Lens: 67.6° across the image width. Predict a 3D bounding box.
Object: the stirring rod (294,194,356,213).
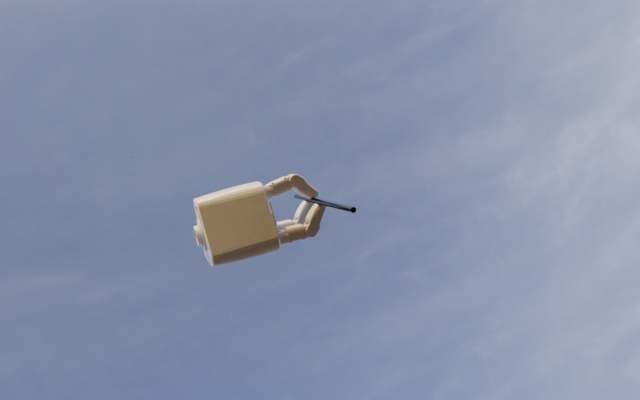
[{"bbox_3d":[0.000,0.002,0.744,0.011,0.011,0.239,0,5,-21],"label":"stirring rod"}]
